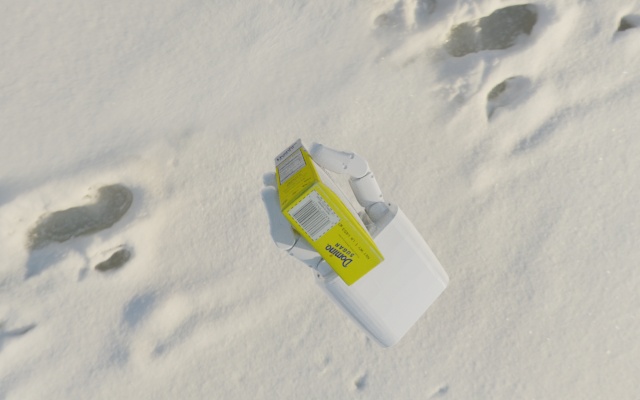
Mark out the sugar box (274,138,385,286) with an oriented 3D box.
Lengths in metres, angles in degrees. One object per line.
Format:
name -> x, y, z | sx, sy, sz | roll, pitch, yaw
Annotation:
sugar box -> 0.000, 0.002, 0.466 | 0.048, 0.093, 0.176 | -39, 18, 4
